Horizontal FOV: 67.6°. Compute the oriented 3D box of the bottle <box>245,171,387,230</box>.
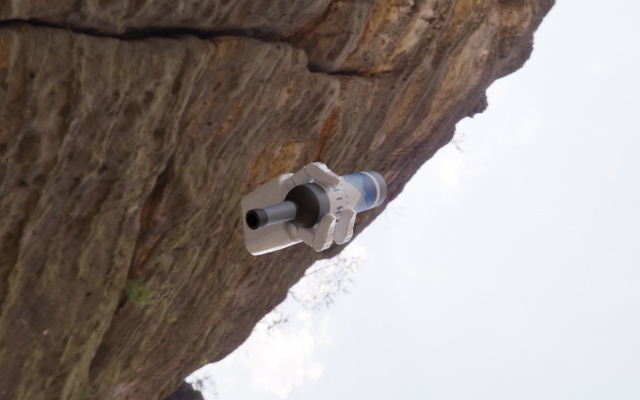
[{"bbox_3d":[0.000,0.002,0.744,0.069,0.069,0.295,0,9,39],"label":"bottle"}]
